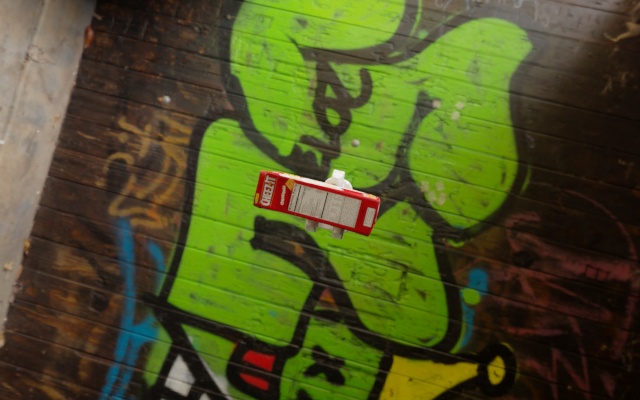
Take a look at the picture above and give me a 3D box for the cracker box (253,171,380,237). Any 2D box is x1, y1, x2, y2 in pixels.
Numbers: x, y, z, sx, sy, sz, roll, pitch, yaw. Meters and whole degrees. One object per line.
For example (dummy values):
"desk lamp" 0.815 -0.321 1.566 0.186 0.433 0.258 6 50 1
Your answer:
"cracker box" 0.000 0.003 0.887 0.213 0.072 0.164 14 4 6
